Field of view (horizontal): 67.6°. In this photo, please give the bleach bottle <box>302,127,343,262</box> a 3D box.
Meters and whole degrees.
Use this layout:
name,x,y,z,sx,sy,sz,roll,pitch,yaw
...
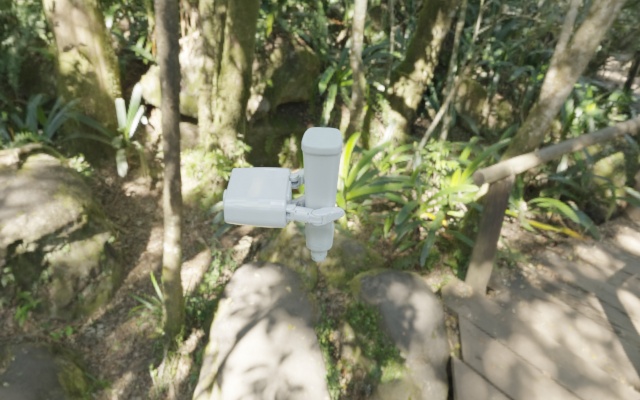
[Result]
name,x,y,z,sx,sy,sz,roll,pitch,yaw
bleach bottle,0.000,0.003,0.856,0.068,0.251,0.102,3,27,2
